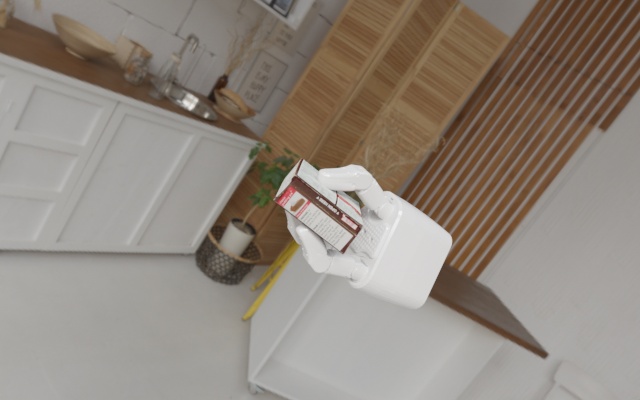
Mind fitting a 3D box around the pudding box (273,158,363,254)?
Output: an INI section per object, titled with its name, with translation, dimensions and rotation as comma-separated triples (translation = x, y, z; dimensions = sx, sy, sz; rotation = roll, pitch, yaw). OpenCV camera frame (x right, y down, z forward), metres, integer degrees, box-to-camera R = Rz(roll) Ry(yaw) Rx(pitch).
[pudding box]
translation = 0.000, 0.002, 0.518
dimensions = 0.090, 0.039, 0.113
rotation = 37, 10, -7
